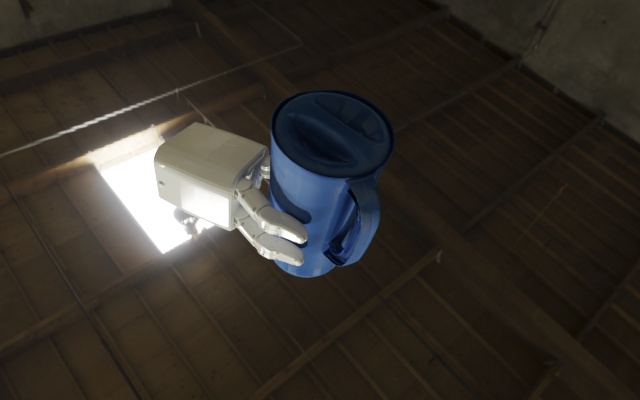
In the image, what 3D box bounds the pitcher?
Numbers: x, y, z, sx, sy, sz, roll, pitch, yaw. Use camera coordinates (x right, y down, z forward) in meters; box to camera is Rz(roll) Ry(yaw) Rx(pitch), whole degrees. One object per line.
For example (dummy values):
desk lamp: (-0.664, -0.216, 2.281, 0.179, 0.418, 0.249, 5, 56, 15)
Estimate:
pitcher: (0.000, 0.002, 0.585, 0.145, 0.149, 0.243, 21, -38, 5)
